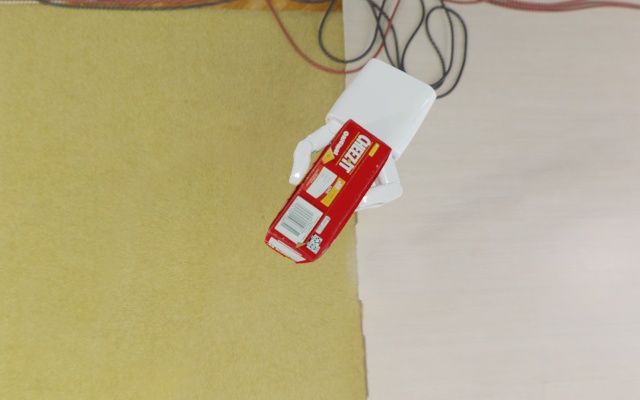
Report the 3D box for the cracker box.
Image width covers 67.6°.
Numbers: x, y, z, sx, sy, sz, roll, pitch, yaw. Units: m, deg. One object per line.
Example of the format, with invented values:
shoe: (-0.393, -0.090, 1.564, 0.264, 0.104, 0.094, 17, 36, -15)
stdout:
cracker box: (0.000, 0.002, 0.635, 0.072, 0.164, 0.214, 35, -11, -1)
